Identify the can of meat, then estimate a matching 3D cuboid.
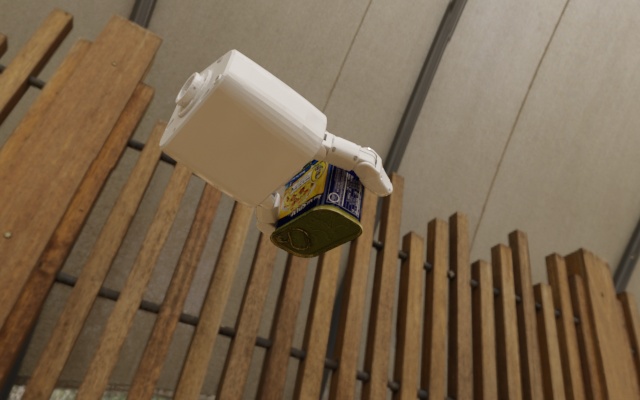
[{"bbox_3d":[0.000,0.001,0.496,0.057,0.084,0.102,31,-40,-27],"label":"can of meat"}]
